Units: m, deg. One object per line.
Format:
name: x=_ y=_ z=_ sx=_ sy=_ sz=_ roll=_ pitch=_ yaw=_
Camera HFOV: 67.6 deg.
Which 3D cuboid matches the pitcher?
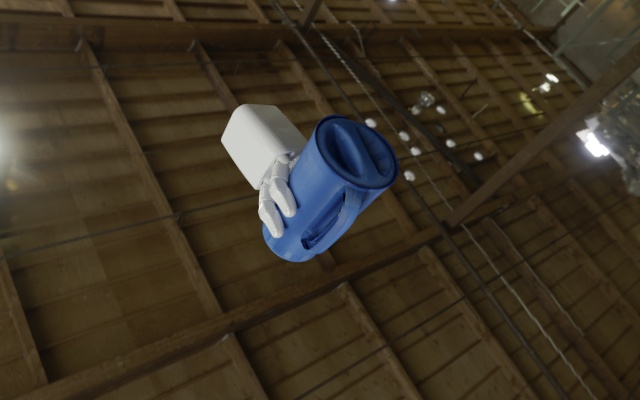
pitcher: x=0.000 y=0.002 z=0.730 sx=0.149 sy=0.145 sz=0.243 roll=-27 pitch=-18 yaw=-43
